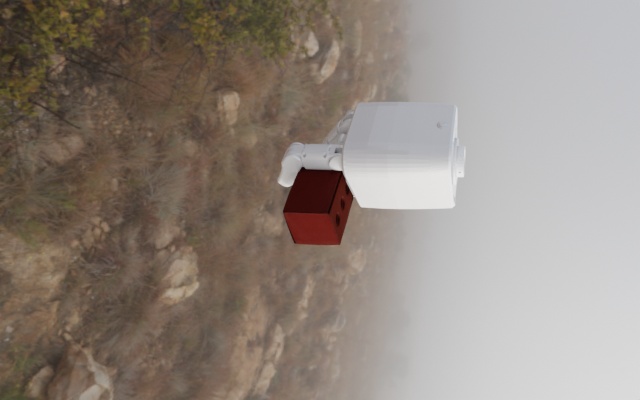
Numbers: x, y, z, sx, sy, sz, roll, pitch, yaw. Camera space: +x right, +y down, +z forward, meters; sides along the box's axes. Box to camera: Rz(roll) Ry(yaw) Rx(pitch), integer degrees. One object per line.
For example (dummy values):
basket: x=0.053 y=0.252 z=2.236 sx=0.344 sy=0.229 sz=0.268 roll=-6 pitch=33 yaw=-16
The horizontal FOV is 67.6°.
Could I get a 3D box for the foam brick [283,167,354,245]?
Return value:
foam brick: x=0.000 y=0.002 z=0.505 sx=0.051 sy=0.078 sz=0.053 roll=3 pitch=-41 yaw=19
